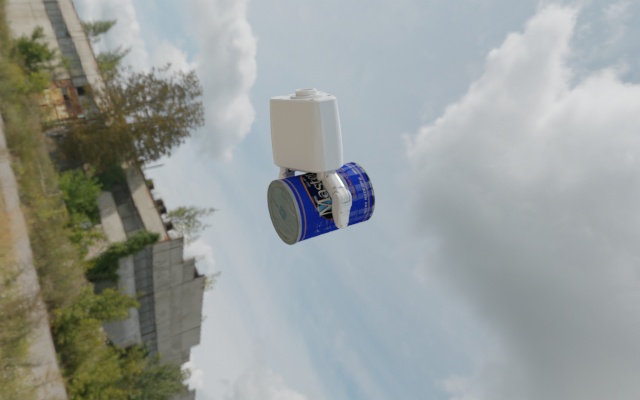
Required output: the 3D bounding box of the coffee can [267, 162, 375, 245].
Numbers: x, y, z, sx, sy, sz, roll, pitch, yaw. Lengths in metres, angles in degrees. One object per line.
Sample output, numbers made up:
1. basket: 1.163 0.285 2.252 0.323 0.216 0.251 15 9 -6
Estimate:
1. coffee can: 0.000 0.003 0.759 0.140 0.103 0.103 -16 7 -28
